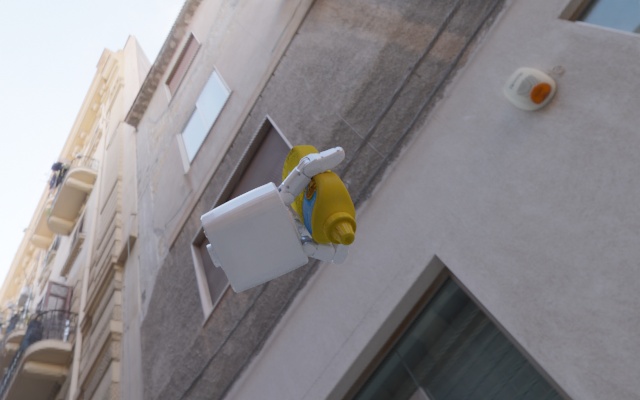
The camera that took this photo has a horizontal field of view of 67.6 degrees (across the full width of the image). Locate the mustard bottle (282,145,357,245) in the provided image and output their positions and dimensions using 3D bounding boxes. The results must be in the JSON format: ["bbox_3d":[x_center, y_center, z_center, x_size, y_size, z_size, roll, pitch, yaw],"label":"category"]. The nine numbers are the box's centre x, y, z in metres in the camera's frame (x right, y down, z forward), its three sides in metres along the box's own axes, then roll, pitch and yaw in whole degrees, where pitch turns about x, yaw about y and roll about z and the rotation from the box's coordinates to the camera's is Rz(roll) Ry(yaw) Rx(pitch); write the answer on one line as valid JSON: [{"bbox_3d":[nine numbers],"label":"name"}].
[{"bbox_3d":[0.000,0.002,0.647,0.058,0.096,0.191,-3,29,-21],"label":"mustard bottle"}]
